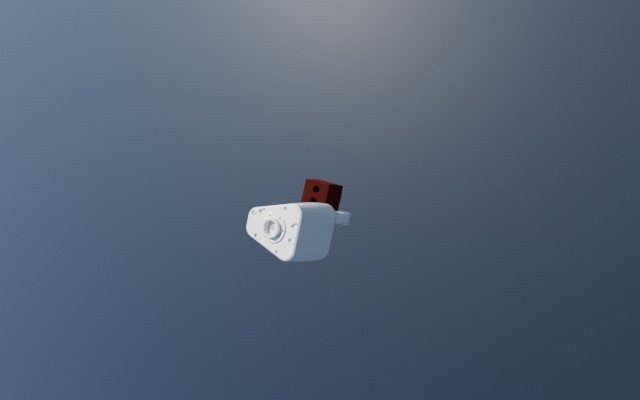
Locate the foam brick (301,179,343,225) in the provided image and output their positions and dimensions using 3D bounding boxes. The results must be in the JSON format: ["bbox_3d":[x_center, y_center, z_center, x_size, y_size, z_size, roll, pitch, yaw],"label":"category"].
[{"bbox_3d":[0.000,0.003,0.870,0.053,0.078,0.051,15,5,32],"label":"foam brick"}]
